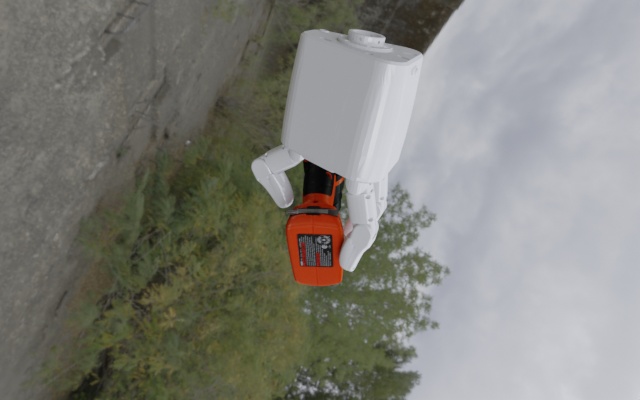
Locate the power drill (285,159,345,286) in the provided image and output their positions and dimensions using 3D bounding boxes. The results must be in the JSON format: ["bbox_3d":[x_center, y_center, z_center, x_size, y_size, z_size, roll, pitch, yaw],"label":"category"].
[{"bbox_3d":[0.000,0.002,0.554,0.057,0.187,0.185,-2,-45,4],"label":"power drill"}]
